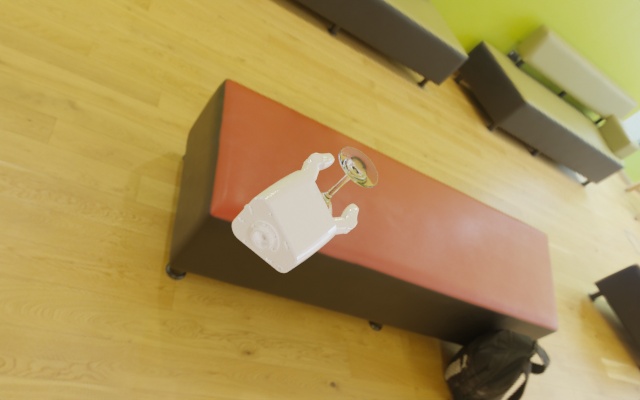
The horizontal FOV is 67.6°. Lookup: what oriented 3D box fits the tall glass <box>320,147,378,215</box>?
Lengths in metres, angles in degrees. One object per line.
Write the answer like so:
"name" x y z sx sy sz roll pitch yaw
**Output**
"tall glass" 0.001 0.002 0.776 0.079 0.079 0.201 0 -32 -43
